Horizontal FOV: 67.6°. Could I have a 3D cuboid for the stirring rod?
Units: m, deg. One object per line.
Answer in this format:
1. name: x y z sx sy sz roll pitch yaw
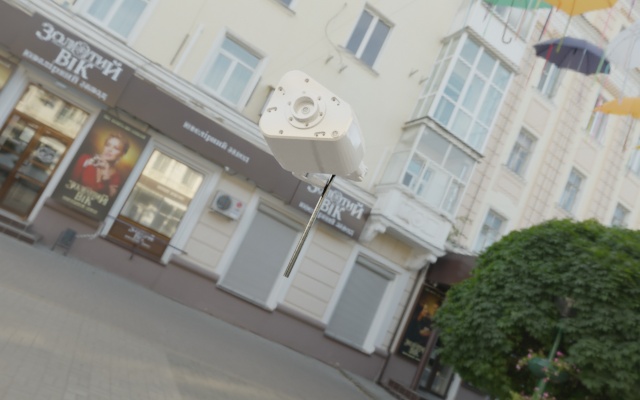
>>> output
1. stirring rod: 0.000 0.002 0.705 0.011 0.239 0.011 24 -11 5
